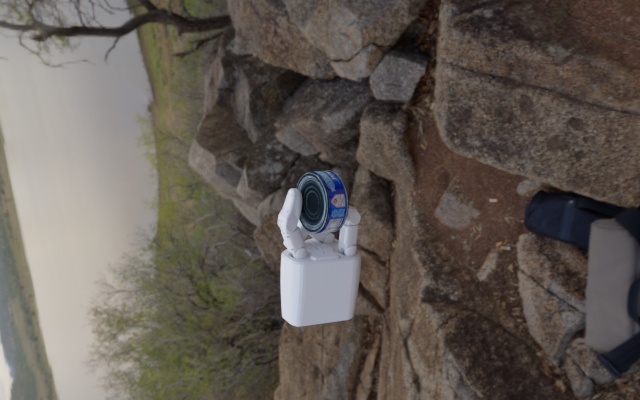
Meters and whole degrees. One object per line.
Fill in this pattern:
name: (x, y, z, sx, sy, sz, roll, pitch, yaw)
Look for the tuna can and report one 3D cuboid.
tuna can: (0.000, 0.002, 0.652, 0.034, 0.086, 0.086, -5, 3, -33)
